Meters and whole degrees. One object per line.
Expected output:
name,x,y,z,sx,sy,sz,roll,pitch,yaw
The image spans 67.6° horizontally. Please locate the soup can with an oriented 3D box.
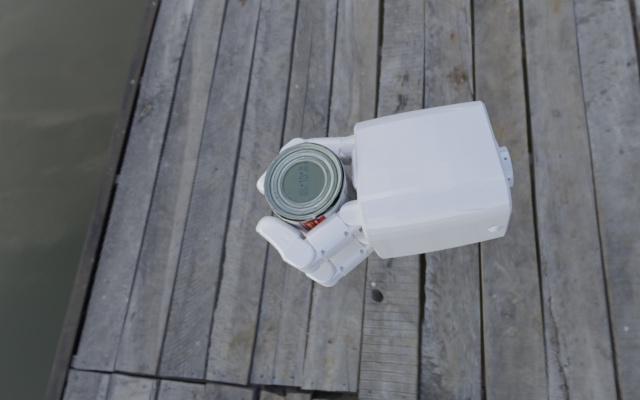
soup can,-0.001,0.001,0.414,0.068,0.068,0.102,0,-20,17
